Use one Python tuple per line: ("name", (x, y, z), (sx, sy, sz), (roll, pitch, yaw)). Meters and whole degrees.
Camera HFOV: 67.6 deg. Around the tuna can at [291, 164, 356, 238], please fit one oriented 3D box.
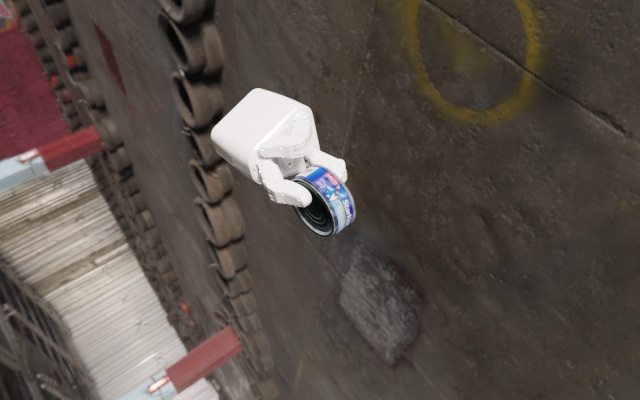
("tuna can", (0.000, 0.002, 0.575), (0.033, 0.086, 0.086), (-35, 18, -28))
